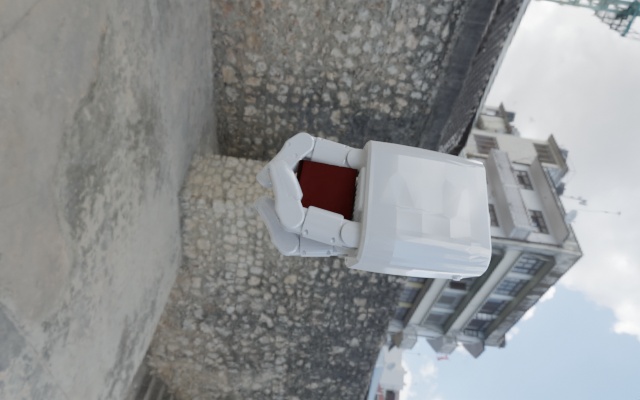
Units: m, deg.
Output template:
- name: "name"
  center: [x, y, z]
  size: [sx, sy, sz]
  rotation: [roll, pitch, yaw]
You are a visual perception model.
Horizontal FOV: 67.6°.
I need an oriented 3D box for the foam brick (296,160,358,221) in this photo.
- name: "foam brick"
  center: [0.000, 0.001, 0.440]
  size: [0.051, 0.053, 0.078]
  rotation: [9, -12, -3]
